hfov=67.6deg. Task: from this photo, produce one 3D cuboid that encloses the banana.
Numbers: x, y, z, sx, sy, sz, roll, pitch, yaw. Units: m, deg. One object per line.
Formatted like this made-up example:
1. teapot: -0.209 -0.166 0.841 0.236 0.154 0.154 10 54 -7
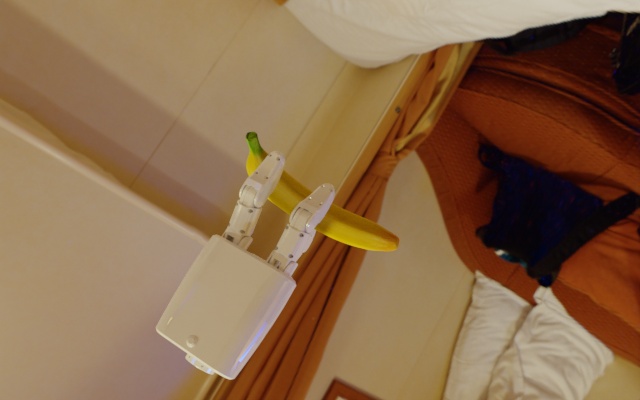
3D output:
1. banana: -0.008 0.004 0.521 0.198 0.037 0.070 34 -22 -5
